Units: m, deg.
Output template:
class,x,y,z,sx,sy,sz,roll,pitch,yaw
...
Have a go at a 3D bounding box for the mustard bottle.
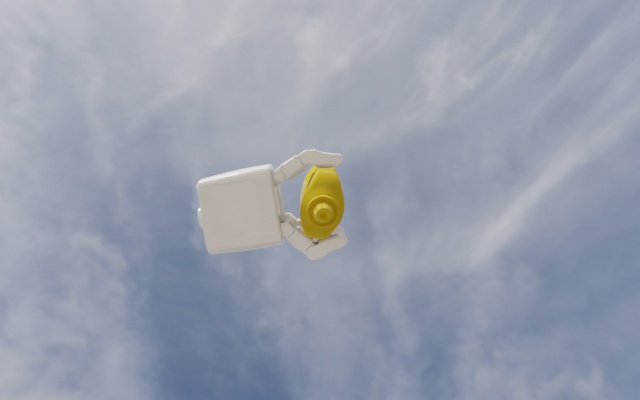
class,x,y,z,sx,sy,sz,roll,pitch,yaw
mustard bottle,0.000,0.002,0.673,0.058,0.096,0.191,13,9,-4
